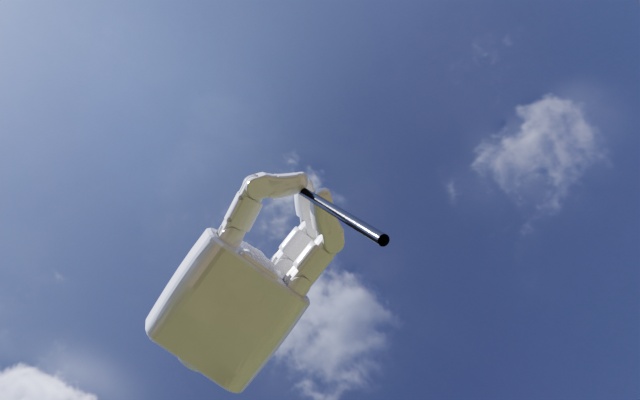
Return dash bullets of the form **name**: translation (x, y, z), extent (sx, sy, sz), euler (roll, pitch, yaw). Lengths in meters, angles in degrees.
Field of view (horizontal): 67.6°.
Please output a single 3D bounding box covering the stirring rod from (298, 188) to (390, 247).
- **stirring rod**: translation (0.000, 0.001, 0.400), extent (0.011, 0.011, 0.239), euler (0, 11, -19)
